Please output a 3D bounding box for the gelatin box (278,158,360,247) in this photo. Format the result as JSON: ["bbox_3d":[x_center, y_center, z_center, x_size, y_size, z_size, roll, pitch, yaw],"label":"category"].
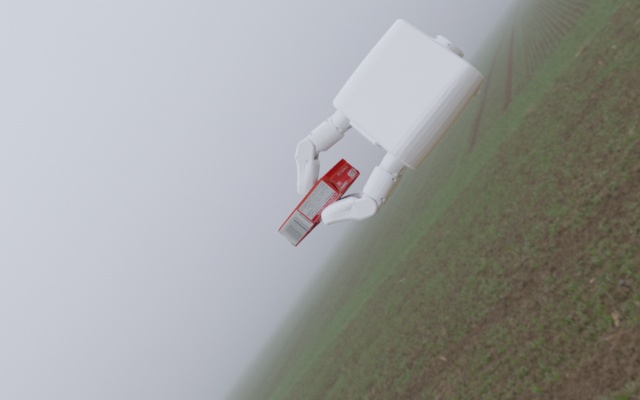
[{"bbox_3d":[0.000,0.002,0.532,0.030,0.089,0.073,41,28,2],"label":"gelatin box"}]
